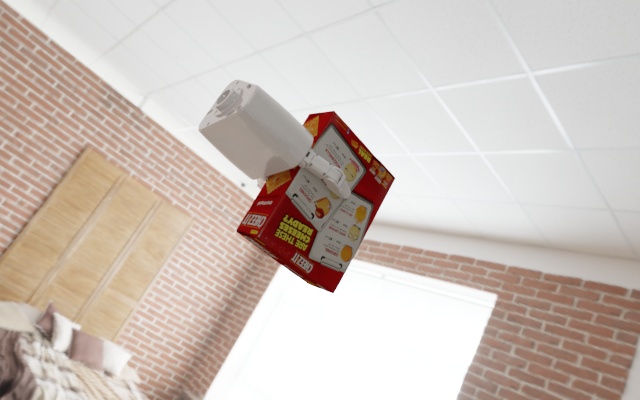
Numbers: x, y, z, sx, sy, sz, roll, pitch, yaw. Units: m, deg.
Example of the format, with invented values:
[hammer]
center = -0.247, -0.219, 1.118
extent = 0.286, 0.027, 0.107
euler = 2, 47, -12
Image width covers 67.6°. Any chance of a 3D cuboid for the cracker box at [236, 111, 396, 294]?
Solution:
[cracker box]
center = 0.000, 0.002, 0.708
extent = 0.164, 0.213, 0.072
euler = 42, -21, -33
